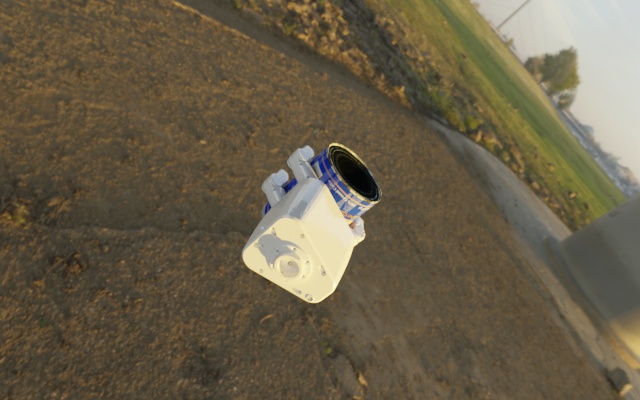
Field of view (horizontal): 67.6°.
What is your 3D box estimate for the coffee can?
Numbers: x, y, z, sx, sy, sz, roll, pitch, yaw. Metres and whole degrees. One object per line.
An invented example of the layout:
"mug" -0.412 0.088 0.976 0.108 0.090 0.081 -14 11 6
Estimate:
"coffee can" 0.000 0.002 0.674 0.140 0.102 0.103 -41 -21 27
